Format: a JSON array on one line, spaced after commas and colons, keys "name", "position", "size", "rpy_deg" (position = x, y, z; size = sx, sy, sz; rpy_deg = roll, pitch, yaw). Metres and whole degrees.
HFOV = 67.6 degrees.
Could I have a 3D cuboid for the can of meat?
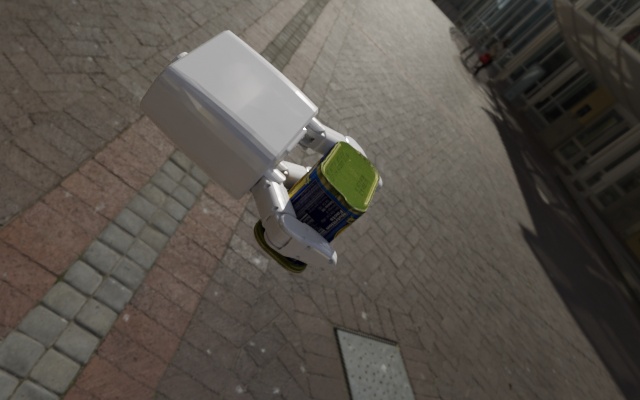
[{"name": "can of meat", "position": [0.000, 0.001, 0.413], "size": [0.084, 0.057, 0.102], "rpy_deg": [-43, 7, 27]}]
